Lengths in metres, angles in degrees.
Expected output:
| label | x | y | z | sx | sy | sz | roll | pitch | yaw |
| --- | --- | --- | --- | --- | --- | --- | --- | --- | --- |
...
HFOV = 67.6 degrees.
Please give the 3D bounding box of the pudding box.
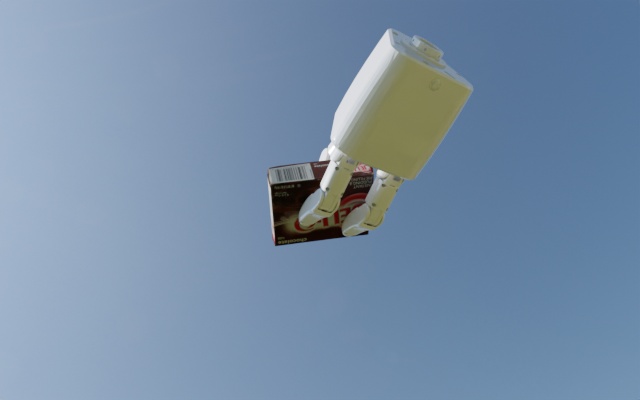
| label | x | y | z | sx | sy | sz | roll | pitch | yaw |
| --- | --- | --- | --- | --- | --- | --- | --- | --- | --- |
| pudding box | 0.000 | 0.002 | 0.530 | 0.113 | 0.090 | 0.039 | -5 | 39 | -7 |
